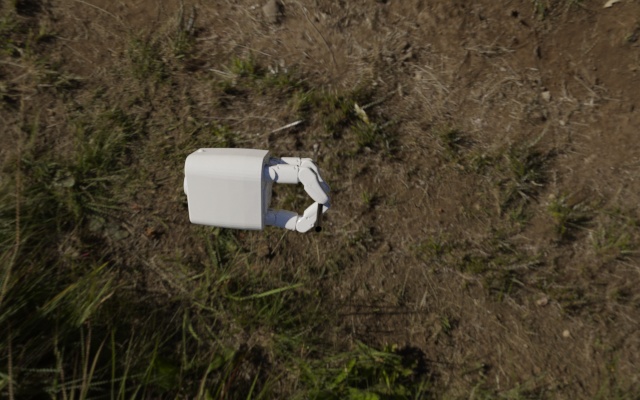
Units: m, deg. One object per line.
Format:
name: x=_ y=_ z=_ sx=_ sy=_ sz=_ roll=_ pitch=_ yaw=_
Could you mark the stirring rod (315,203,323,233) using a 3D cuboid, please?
stirring rod: x=0.000 y=0.002 z=0.670 sx=0.011 sy=0.011 sz=0.239 roll=0 pitch=15 yaw=1
